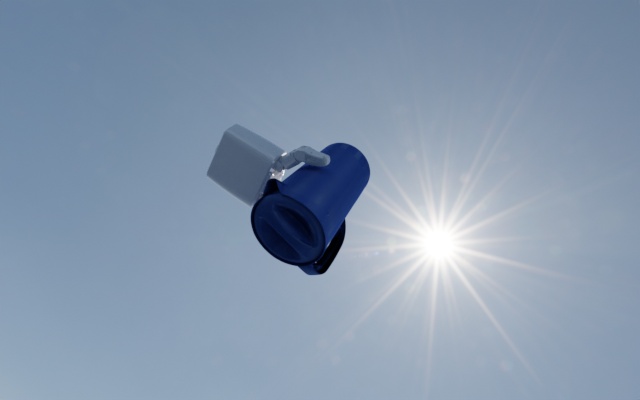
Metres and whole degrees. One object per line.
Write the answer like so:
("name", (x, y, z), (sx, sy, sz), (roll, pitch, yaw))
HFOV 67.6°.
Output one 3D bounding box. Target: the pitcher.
("pitcher", (0.000, 0.003, 0.830), (0.145, 0.149, 0.242), (31, 40, 9))
